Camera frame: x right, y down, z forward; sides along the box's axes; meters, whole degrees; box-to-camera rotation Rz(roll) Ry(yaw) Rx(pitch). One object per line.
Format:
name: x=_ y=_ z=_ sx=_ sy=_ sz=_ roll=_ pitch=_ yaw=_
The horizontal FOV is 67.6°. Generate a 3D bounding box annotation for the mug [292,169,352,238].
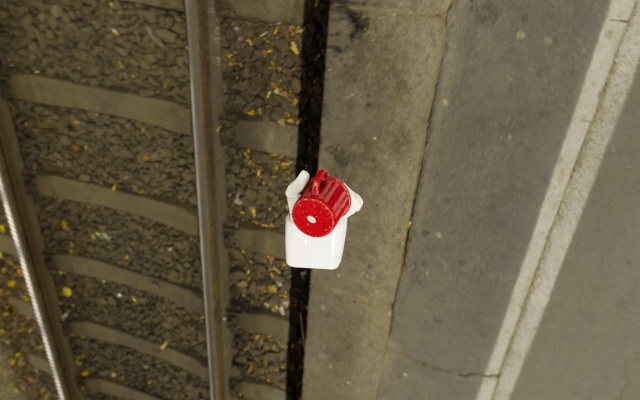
mug: x=0.000 y=0.002 z=0.838 sx=0.093 sy=0.117 sz=0.081 roll=12 pitch=31 yaw=15
